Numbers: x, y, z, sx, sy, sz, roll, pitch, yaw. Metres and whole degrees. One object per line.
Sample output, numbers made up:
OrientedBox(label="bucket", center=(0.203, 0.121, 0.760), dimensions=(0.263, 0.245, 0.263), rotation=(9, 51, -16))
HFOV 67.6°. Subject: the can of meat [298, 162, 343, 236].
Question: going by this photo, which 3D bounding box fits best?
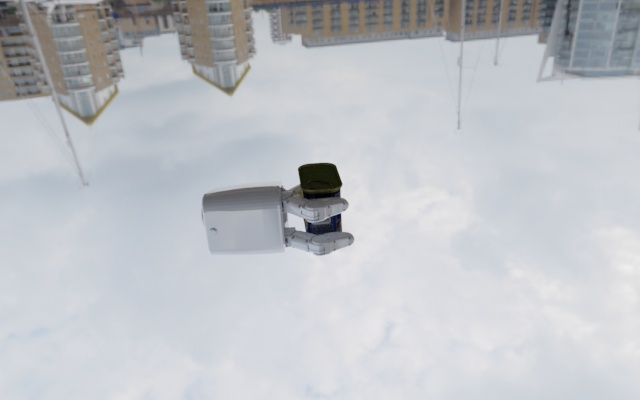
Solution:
OrientedBox(label="can of meat", center=(0.000, 0.003, 0.688), dimensions=(0.057, 0.084, 0.102), rotation=(-5, 25, -4))
